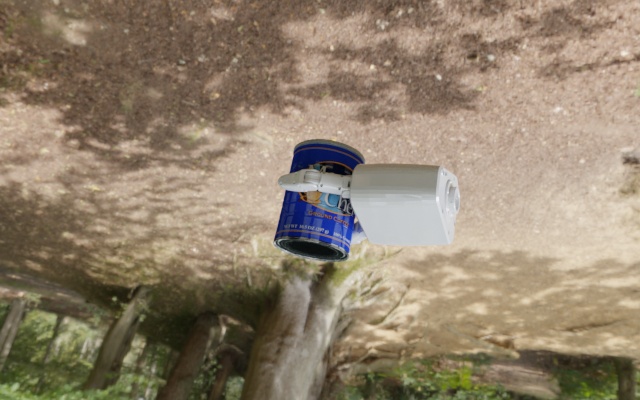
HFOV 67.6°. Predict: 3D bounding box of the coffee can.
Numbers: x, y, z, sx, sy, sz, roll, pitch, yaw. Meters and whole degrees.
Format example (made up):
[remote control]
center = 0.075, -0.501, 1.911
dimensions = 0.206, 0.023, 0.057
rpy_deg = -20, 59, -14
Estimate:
[coffee can]
center = 0.000, 0.002, 0.650
dimensions = 0.103, 0.140, 0.103
rpy_deg = 10, -19, 4
